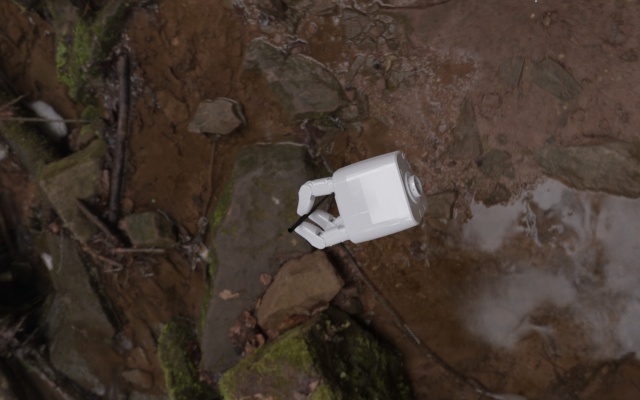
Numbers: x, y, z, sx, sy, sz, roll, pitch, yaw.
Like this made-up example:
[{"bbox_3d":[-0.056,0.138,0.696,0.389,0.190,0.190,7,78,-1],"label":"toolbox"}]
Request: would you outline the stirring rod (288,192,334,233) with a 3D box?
[{"bbox_3d":[0.000,0.003,0.825,0.011,0.011,0.239,0,21,24],"label":"stirring rod"}]
